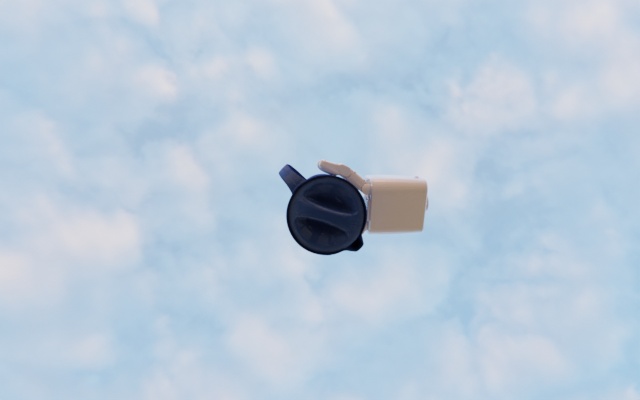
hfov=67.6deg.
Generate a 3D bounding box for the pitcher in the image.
[{"bbox_3d":[0.000,0.003,0.890,0.145,0.149,0.243,-1,7,-2],"label":"pitcher"}]
